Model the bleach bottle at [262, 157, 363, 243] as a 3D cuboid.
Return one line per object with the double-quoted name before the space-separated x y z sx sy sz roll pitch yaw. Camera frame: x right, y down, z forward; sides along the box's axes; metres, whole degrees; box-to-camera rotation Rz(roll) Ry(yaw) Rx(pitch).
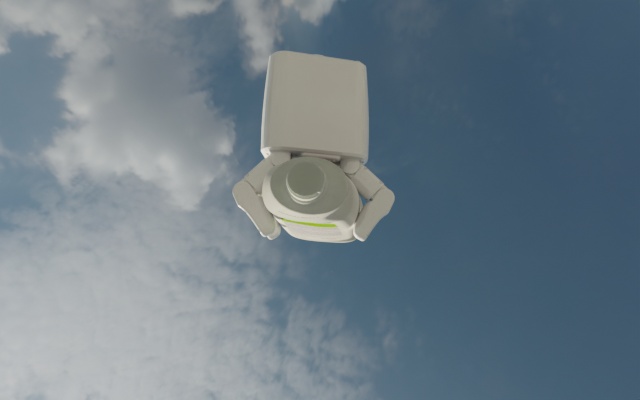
"bleach bottle" 0.000 0.002 0.490 0.102 0.068 0.251 3 -8 2
